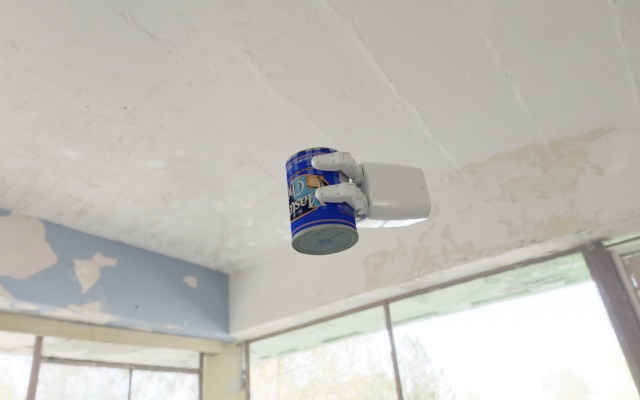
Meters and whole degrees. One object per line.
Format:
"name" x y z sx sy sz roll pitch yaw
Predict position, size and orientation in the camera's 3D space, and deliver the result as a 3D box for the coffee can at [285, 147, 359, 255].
"coffee can" 0.000 0.003 0.751 0.103 0.140 0.103 -5 -28 -3
